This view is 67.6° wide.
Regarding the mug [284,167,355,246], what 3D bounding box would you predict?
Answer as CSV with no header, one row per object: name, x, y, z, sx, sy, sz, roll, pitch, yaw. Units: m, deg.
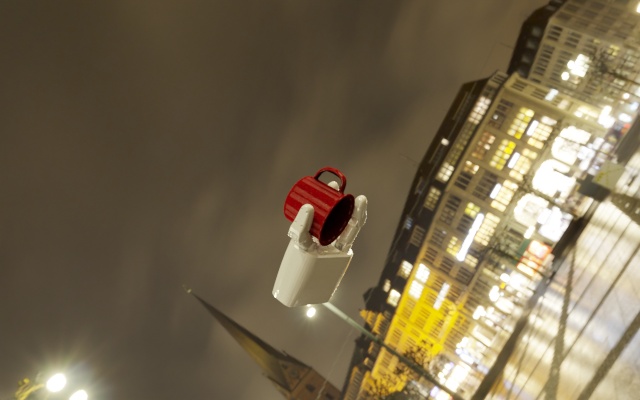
mug,0.000,0.001,0.759,0.081,0.117,0.093,31,19,25
